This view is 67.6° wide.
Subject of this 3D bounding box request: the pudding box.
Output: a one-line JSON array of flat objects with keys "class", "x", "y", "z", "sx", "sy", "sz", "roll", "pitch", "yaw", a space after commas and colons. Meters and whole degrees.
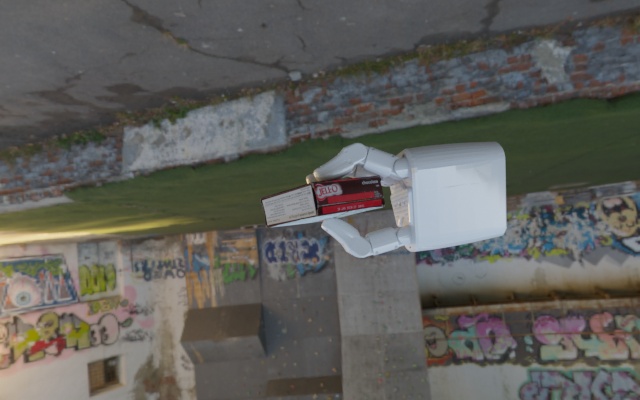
[{"class": "pudding box", "x": 0.000, "y": 0.002, "z": 0.522, "sx": 0.090, "sy": 0.039, "sz": 0.113, "roll": -6, "pitch": -7, "yaw": -35}]
